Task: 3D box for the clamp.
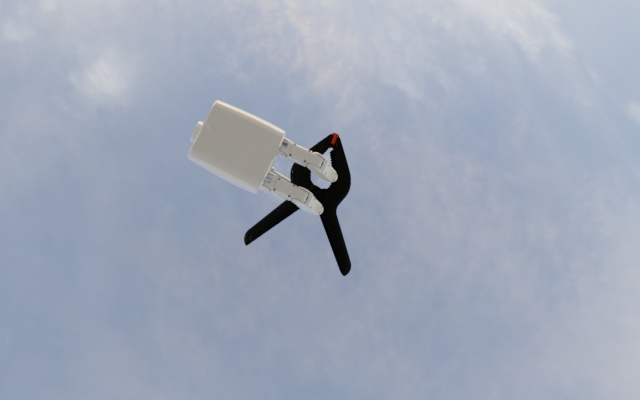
[{"bbox_3d":[0.000,0.002,0.719,0.164,0.210,0.036,26,-13,-11],"label":"clamp"}]
